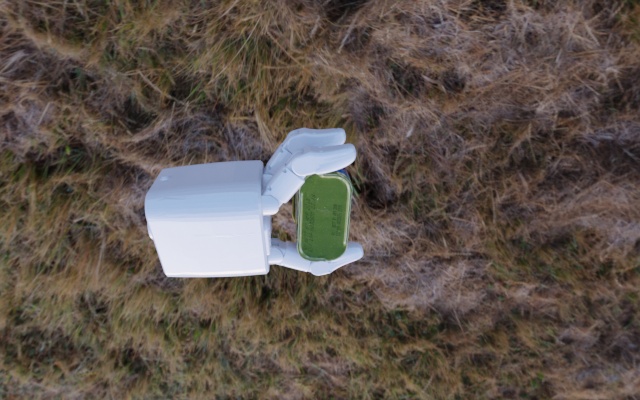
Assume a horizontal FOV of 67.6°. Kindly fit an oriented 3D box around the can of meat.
[{"bbox_3d":[0.000,0.002,0.497,0.057,0.102,0.084,0,24,-5],"label":"can of meat"}]
